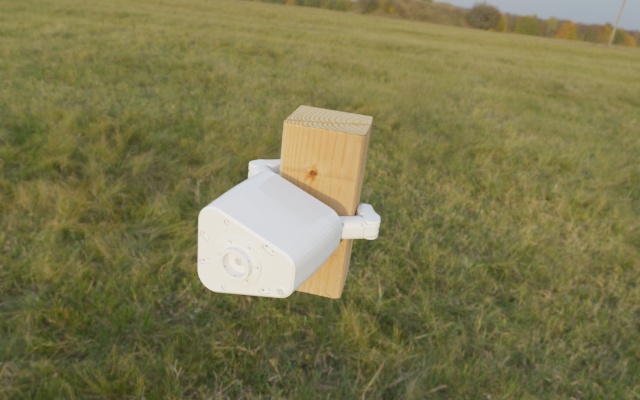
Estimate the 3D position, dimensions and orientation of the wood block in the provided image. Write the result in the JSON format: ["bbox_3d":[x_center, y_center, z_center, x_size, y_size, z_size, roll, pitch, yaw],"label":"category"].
[{"bbox_3d":[0.000,0.002,0.577,0.091,0.206,0.090,11,24,7],"label":"wood block"}]
